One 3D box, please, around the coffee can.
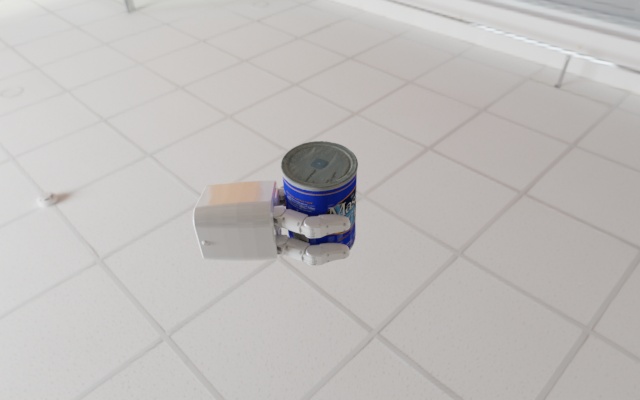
[{"bbox_3d":[0.000,0.002,0.678,0.103,0.140,0.102,-1,41,1],"label":"coffee can"}]
